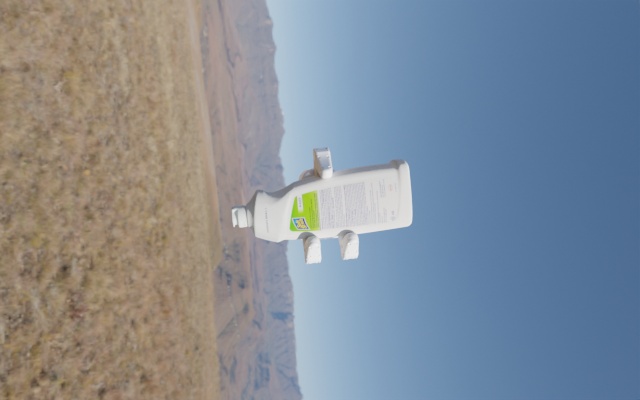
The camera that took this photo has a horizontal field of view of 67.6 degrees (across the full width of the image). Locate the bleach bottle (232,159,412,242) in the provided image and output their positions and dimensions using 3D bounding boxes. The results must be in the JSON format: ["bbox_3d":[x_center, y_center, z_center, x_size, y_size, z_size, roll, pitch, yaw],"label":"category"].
[{"bbox_3d":[0.000,0.002,0.682,0.251,0.102,0.068,-6,5,-7],"label":"bleach bottle"}]
